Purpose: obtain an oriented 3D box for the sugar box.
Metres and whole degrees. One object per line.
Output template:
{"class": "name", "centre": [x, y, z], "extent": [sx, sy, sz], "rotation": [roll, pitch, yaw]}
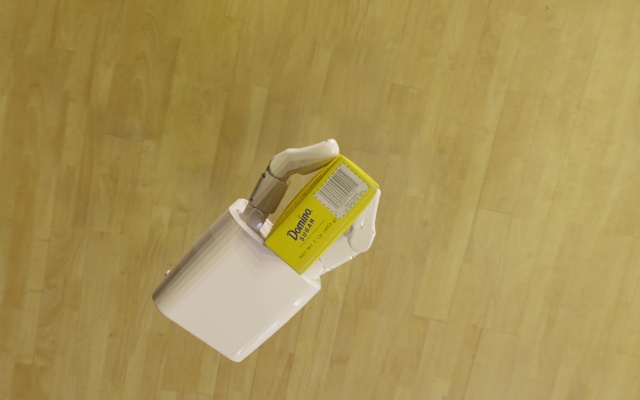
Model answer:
{"class": "sugar box", "centre": [0.000, 0.001, 0.446], "extent": [0.048, 0.093, 0.176], "rotation": [42, 4, -7]}
